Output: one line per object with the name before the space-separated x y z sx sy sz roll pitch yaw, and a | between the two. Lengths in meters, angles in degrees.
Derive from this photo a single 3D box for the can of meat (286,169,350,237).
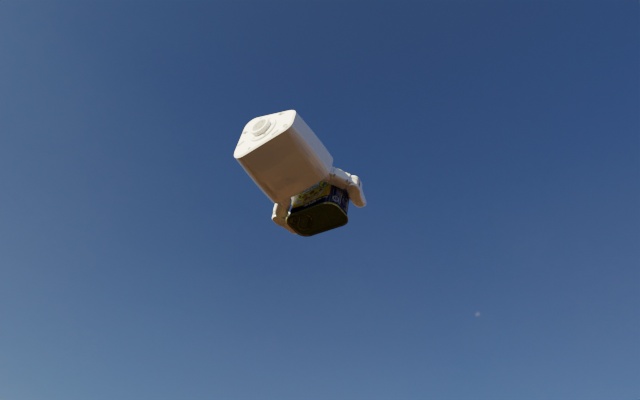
can of meat | 0.000 0.002 0.790 0.102 0.084 0.057 -20 -51 31
